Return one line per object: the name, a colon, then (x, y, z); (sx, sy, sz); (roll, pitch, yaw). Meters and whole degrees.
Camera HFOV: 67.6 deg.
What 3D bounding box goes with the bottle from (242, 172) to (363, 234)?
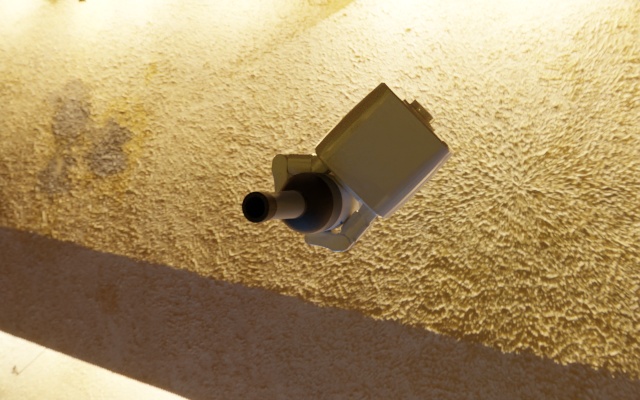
bottle: (0.000, 0.002, 0.545); (0.069, 0.069, 0.295); (0, 2, 23)
